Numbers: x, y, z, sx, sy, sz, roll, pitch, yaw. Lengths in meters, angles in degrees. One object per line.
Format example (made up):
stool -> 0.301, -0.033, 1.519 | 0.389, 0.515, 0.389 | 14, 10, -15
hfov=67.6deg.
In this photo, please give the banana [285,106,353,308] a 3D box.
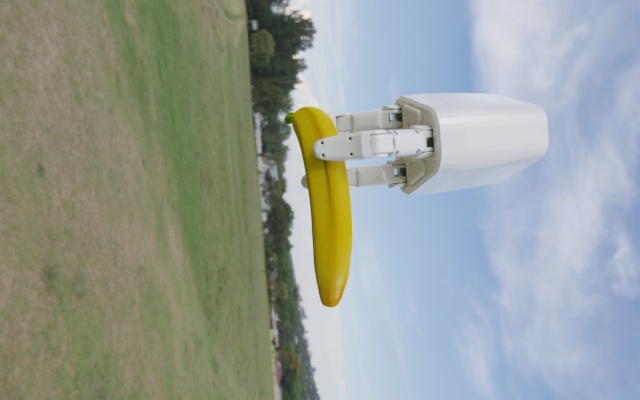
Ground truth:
banana -> 0.003, -0.009, 0.422 | 0.037, 0.197, 0.070 | -5, -21, -13
